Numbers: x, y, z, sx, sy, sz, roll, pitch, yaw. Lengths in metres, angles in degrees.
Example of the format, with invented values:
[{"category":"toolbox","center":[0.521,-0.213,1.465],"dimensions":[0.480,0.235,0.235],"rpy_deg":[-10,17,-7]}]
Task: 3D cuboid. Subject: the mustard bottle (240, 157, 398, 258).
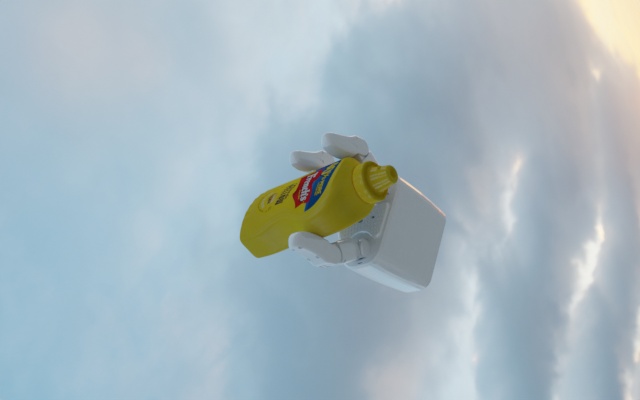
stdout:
[{"category":"mustard bottle","center":[0.000,0.002,0.507],"dimensions":[0.192,0.058,0.096],"rpy_deg":[-20,27,40]}]
